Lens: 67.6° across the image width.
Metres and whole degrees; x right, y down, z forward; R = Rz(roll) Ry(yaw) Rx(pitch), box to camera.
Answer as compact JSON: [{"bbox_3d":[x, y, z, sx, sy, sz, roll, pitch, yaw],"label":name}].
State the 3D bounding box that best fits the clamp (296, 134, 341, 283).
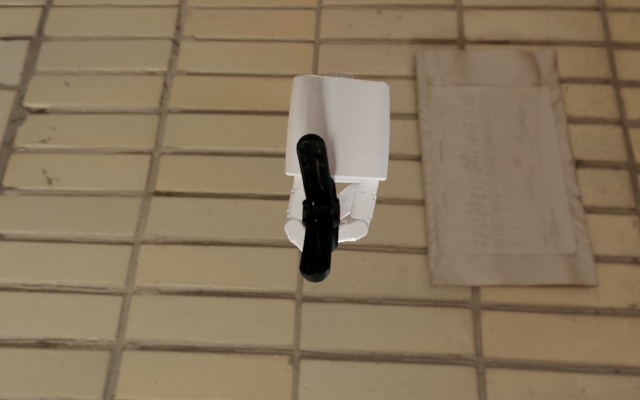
[{"bbox_3d":[0.001,0.002,0.454,0.039,0.120,0.171,3,4,3],"label":"clamp"}]
